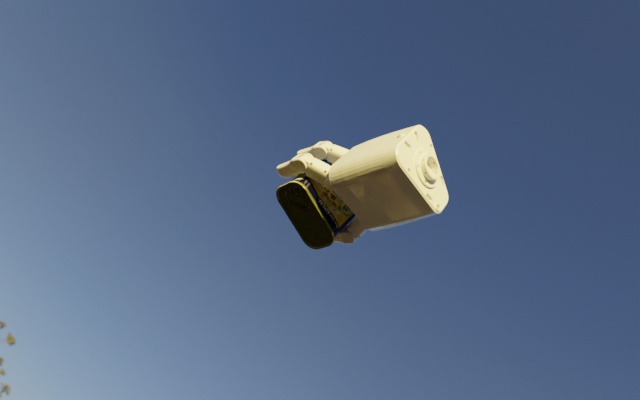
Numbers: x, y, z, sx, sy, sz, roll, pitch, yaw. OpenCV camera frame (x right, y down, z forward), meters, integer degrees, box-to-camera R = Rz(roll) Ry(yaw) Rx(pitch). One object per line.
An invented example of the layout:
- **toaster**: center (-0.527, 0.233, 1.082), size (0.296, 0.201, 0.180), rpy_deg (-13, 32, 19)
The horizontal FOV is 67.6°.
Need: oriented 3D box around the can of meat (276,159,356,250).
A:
- **can of meat**: center (0.000, 0.002, 0.667), size (0.057, 0.102, 0.084), rpy_deg (-22, 14, 44)
